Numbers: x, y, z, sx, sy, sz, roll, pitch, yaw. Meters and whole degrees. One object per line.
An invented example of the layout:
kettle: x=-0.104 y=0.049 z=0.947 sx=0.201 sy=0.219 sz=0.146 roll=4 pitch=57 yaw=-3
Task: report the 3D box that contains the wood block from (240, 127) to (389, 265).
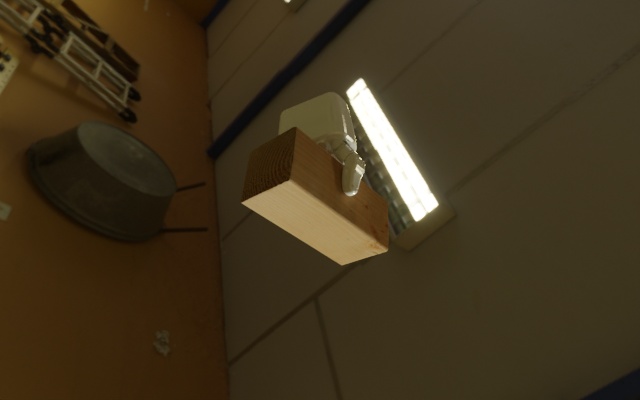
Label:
wood block: x=0.000 y=0.002 z=0.669 sx=0.091 sy=0.090 sz=0.206 roll=-24 pitch=-44 yaw=35
